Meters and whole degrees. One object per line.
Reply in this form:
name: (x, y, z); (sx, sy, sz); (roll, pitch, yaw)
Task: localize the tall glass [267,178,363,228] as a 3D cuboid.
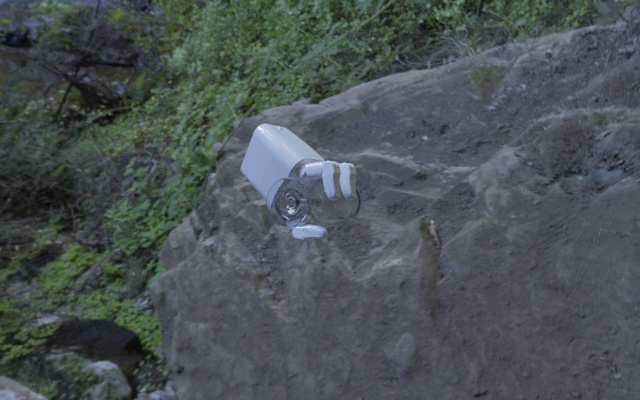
tall glass: (0.000, 0.003, 0.786); (0.079, 0.079, 0.201); (0, 0, 30)
